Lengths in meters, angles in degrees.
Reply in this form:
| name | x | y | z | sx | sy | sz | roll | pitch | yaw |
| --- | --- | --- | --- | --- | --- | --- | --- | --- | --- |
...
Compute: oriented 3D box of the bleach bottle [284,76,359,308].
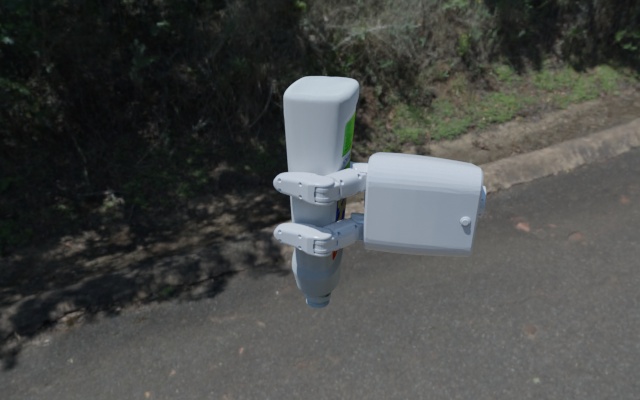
| name | x | y | z | sx | sy | sz | roll | pitch | yaw |
| --- | --- | --- | --- | --- | --- | --- | --- | --- | --- |
| bleach bottle | 0.000 | 0.002 | 0.517 | 0.068 | 0.251 | 0.102 | 6 | 26 | 10 |
